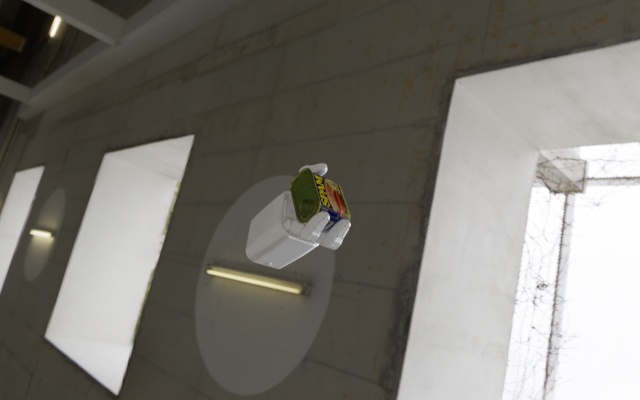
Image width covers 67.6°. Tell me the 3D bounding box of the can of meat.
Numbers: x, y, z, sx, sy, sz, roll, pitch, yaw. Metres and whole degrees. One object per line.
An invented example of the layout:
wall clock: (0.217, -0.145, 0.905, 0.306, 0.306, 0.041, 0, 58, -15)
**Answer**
can of meat: (0.000, 0.003, 0.850, 0.084, 0.102, 0.057, 24, -51, -41)
